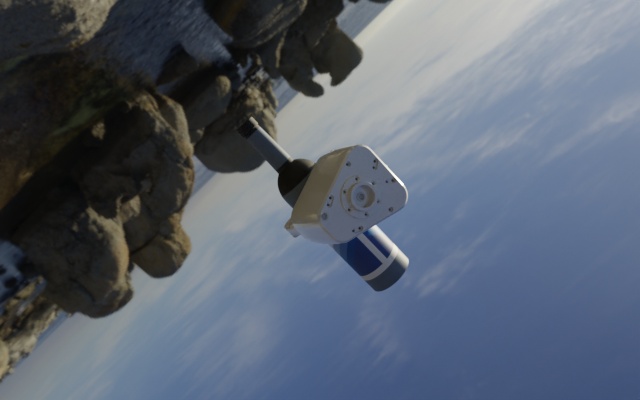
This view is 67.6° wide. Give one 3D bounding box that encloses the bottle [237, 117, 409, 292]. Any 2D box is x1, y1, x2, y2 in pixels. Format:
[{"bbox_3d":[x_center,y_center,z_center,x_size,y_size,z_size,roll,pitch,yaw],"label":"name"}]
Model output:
[{"bbox_3d":[0.000,0.002,0.656,0.069,0.296,0.069,-42,11,10],"label":"bottle"}]
